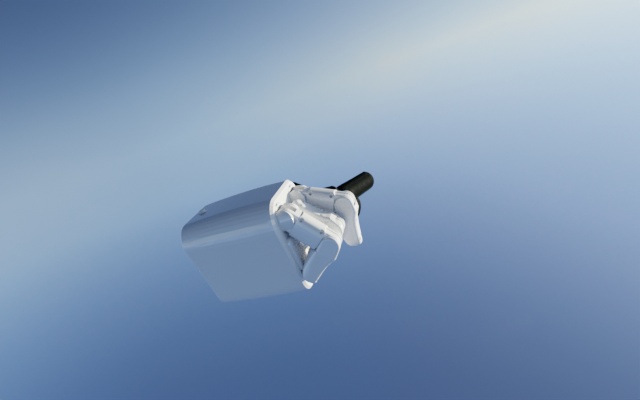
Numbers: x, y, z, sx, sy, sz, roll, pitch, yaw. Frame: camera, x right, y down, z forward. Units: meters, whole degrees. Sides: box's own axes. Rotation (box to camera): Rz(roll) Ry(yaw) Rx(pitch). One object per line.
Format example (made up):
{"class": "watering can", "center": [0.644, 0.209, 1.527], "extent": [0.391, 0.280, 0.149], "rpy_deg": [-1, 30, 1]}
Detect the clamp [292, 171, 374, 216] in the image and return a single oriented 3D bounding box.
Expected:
{"class": "clamp", "center": [0.000, 0.003, 0.594], "extent": [0.120, 0.039, 0.171], "rpy_deg": [-11, 15, 15]}
